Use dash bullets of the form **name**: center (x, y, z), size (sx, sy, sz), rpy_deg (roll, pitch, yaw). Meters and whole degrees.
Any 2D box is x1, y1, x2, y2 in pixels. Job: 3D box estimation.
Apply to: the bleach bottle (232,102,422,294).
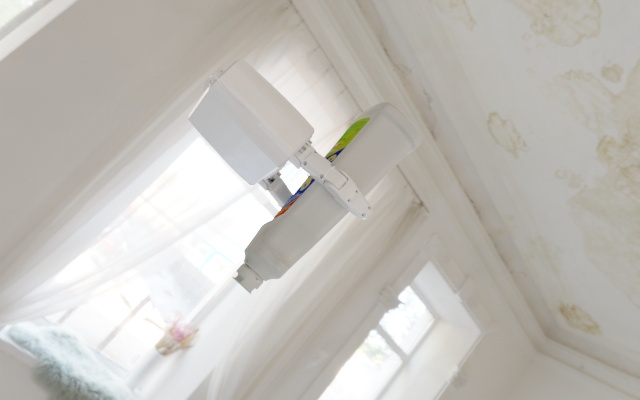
- **bleach bottle**: center (0.000, 0.002, 0.535), size (0.068, 0.250, 0.102), rpy_deg (46, -15, -12)
